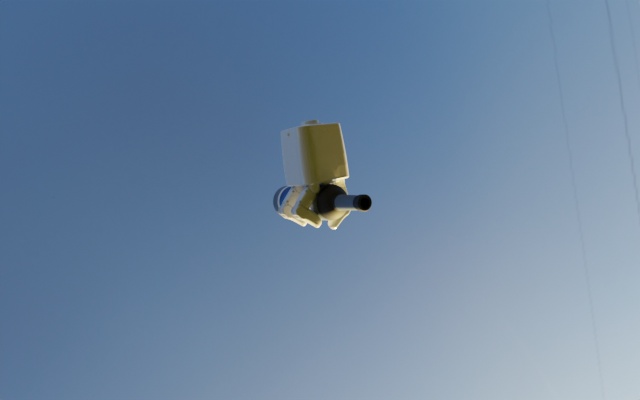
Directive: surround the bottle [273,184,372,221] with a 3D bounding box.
[{"bbox_3d":[0.000,0.003,0.895,0.069,0.069,0.295,0,0,-29],"label":"bottle"}]
